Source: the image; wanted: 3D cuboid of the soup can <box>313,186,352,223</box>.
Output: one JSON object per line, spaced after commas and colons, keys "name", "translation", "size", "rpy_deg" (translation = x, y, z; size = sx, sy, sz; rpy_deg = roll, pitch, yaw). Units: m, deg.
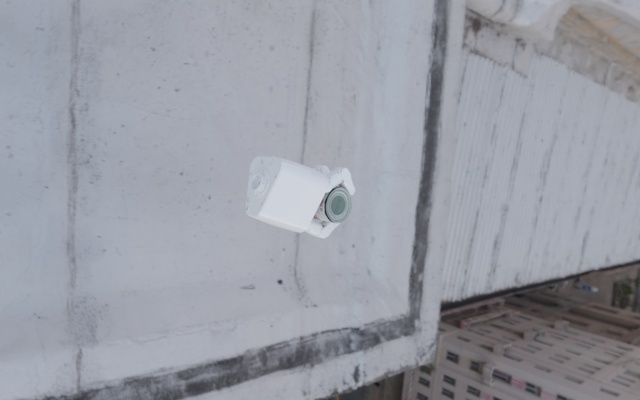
{"name": "soup can", "translation": [0.001, 0.003, 0.892], "size": [0.068, 0.068, 0.102], "rpy_deg": [0, 6, -42]}
